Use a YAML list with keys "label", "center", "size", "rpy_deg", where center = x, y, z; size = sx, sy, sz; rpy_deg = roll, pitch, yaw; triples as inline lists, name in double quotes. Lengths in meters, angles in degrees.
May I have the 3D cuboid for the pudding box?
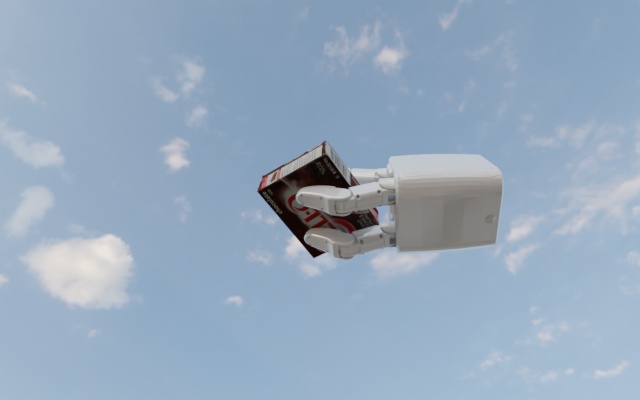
- label: "pudding box"
  center: [0.000, 0.002, 0.530]
  size: [0.090, 0.113, 0.039]
  rpy_deg: [-28, 26, 20]
